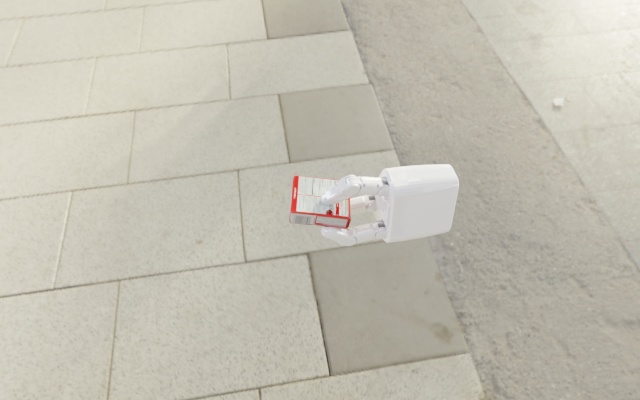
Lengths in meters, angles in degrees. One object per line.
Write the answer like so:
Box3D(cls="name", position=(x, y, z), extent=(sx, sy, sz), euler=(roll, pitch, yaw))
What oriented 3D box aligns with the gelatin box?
Box3D(cls="gelatin box", position=(0.000, 0.002, 0.715), extent=(0.089, 0.073, 0.030), euler=(6, -39, -5))
